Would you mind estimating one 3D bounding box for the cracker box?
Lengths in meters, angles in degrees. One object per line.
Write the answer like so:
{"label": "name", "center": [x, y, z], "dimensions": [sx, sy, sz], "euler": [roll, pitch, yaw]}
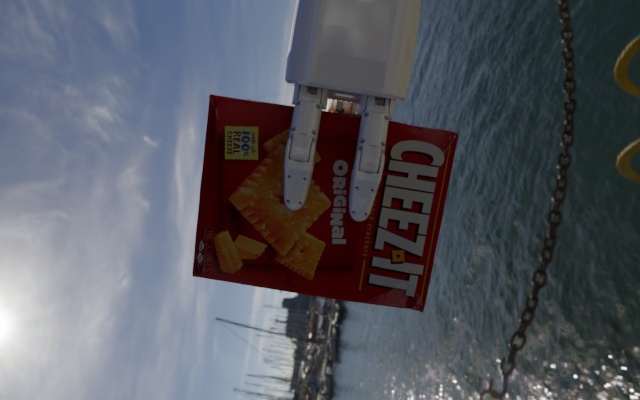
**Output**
{"label": "cracker box", "center": [0.000, 0.001, 0.437], "dimensions": [0.214, 0.164, 0.072], "euler": [9, 9, 0]}
